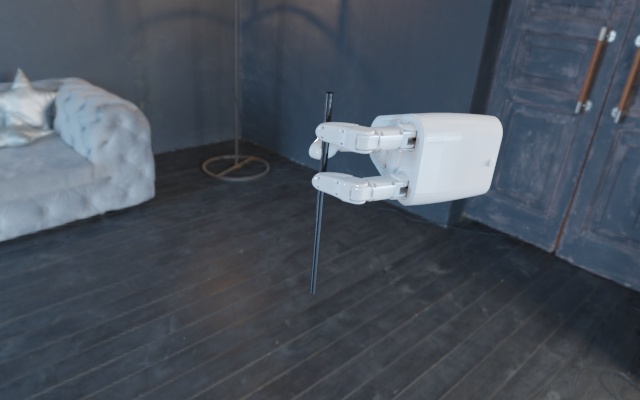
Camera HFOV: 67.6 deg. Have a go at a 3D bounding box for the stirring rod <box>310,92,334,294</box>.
[{"bbox_3d":[0.000,0.002,0.525,0.011,0.240,0.011,4,25,-2],"label":"stirring rod"}]
